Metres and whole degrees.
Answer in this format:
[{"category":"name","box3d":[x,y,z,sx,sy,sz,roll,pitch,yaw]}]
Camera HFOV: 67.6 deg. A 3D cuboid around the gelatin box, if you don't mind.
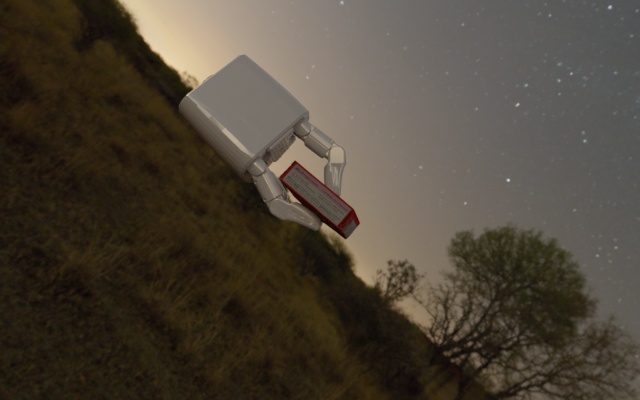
[{"category":"gelatin box","box3d":[0.001,0.002,0.539,0.089,0.030,0.073,39,-5,16]}]
